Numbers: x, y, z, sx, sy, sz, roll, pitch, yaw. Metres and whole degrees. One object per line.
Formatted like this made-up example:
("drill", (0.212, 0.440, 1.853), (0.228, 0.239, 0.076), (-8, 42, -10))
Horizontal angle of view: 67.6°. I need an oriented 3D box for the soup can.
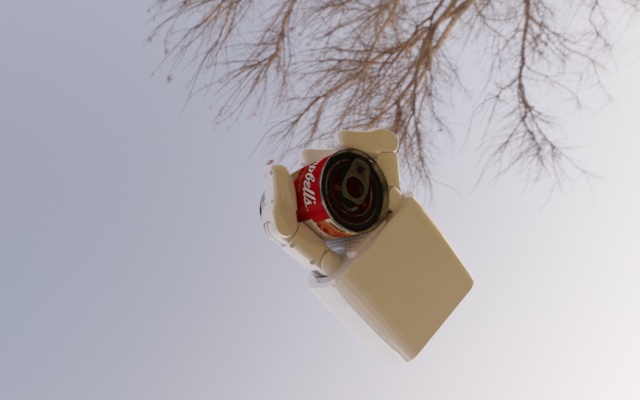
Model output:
("soup can", (0.000, 0.001, 0.410), (0.068, 0.068, 0.102), (0, -10, -35))
